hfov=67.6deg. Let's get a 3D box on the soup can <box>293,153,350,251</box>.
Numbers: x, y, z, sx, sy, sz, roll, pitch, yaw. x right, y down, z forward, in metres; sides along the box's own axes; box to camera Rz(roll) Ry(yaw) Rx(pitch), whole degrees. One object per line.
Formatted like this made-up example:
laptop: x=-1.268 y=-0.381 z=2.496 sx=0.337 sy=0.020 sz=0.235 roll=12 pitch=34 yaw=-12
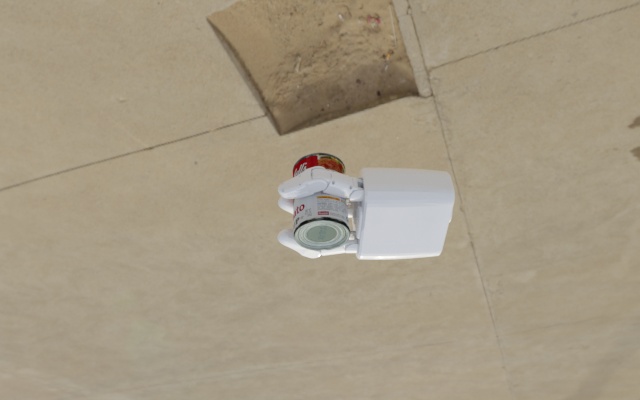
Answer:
soup can: x=0.000 y=0.002 z=0.581 sx=0.068 sy=0.102 sz=0.069 roll=-2 pitch=-38 yaw=-1
